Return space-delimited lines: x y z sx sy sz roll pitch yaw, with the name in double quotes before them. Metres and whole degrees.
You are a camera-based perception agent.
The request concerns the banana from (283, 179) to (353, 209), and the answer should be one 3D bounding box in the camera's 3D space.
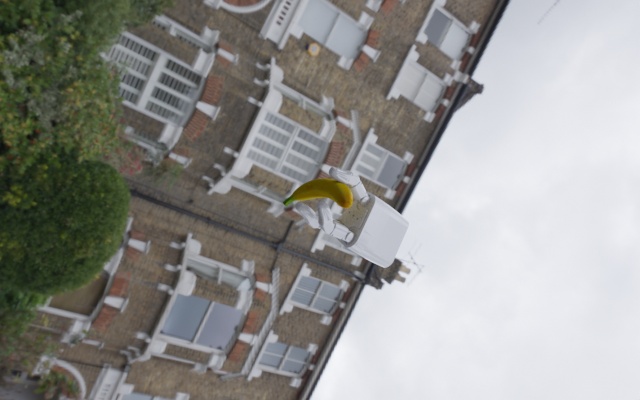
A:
"banana" 0.007 -0.012 0.906 0.037 0.069 0.198 41 -24 -29
